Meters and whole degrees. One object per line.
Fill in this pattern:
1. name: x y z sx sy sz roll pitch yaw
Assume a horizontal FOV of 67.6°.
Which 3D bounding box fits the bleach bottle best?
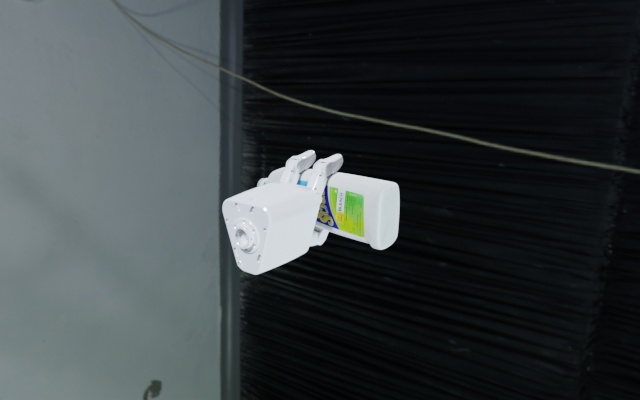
1. bleach bottle: 0.000 0.002 0.765 0.251 0.102 0.068 11 18 35
